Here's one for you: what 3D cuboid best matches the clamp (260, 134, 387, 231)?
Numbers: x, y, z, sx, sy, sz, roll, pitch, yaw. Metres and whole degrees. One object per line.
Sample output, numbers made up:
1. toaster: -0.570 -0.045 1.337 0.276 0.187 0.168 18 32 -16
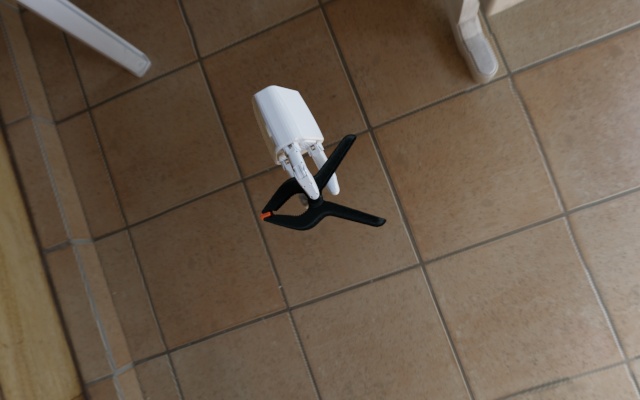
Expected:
1. clamp: -0.001 0.003 0.817 0.210 0.164 0.036 -27 -10 8
